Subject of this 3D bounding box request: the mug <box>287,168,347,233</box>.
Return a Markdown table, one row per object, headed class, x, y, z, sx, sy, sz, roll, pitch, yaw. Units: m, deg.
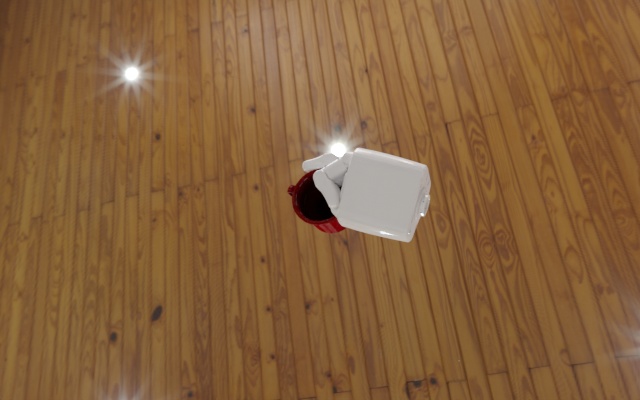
| class | x | y | z | sx | sy | sz | roll | pitch | yaw |
| --- | --- | --- | --- | --- | --- | --- | --- | --- | --- |
| mug | -0.001 | 0.002 | 0.781 | 0.117 | 0.093 | 0.081 | 16 | -13 | 22 |
